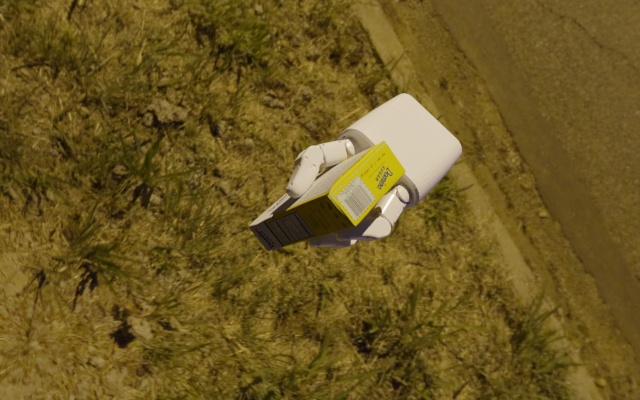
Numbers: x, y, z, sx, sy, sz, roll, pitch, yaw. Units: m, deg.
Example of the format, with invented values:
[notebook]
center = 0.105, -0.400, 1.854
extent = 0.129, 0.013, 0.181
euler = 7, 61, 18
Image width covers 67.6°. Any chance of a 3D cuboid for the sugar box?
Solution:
[sugar box]
center = 0.001, 0.002, 0.513
extent = 0.093, 0.048, 0.176
euler = -43, 9, -32
